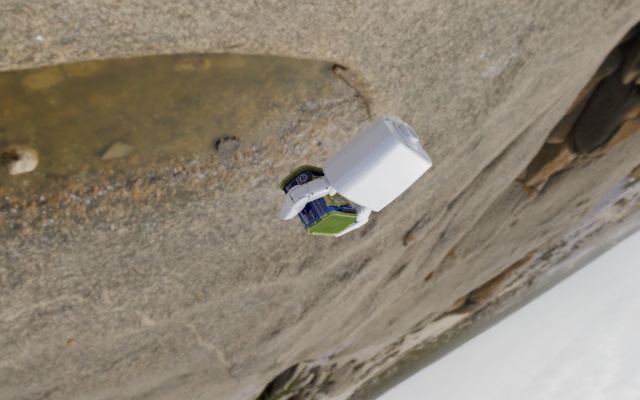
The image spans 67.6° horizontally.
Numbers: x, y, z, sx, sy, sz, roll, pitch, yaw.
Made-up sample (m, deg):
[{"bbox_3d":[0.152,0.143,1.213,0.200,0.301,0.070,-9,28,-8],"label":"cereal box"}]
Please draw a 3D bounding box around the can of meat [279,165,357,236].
[{"bbox_3d":[0.000,0.003,0.692,0.057,0.084,0.102,-40,-23,22],"label":"can of meat"}]
